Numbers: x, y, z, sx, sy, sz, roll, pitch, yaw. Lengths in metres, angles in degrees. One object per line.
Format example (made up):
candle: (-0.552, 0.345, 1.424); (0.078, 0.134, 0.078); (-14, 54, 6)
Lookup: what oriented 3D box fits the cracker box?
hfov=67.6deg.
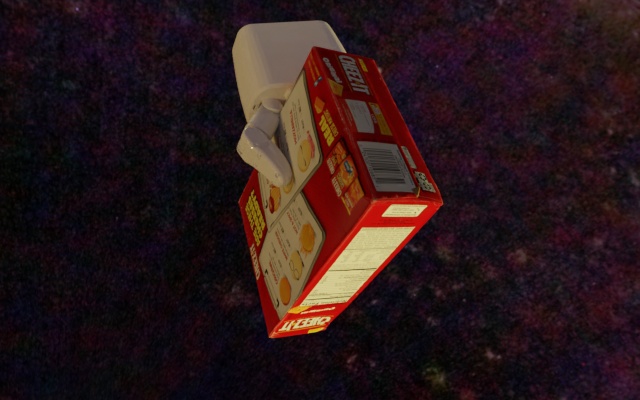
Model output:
cracker box: (0.000, 0.001, 0.433); (0.072, 0.164, 0.214); (2, -39, -28)
